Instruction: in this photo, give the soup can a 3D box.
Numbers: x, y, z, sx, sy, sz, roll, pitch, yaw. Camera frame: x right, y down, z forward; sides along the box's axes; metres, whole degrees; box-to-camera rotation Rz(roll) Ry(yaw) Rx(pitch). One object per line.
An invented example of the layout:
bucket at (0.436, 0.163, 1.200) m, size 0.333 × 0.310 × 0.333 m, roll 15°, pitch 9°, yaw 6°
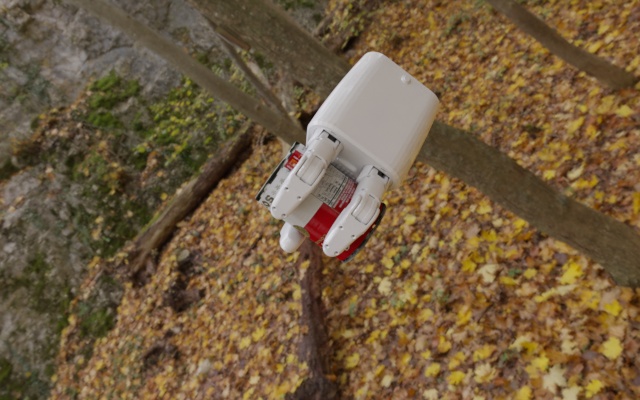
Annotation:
soup can at (0.000, 0.002, 0.441) m, size 0.102 × 0.068 × 0.068 m, roll 36°, pitch -4°, yaw -6°
